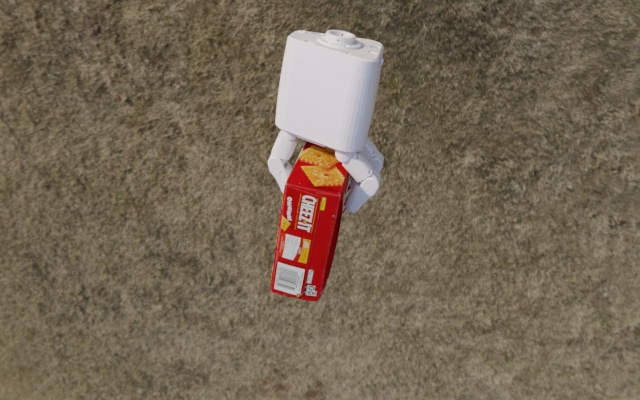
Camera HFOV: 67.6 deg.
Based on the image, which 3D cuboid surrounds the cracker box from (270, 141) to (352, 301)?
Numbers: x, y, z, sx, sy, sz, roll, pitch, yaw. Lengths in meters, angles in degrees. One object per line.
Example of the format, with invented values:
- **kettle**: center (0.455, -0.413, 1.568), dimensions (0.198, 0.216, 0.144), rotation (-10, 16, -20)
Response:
- **cracker box**: center (0.000, 0.002, 0.638), dimensions (0.072, 0.164, 0.213), rotation (13, 32, 5)
